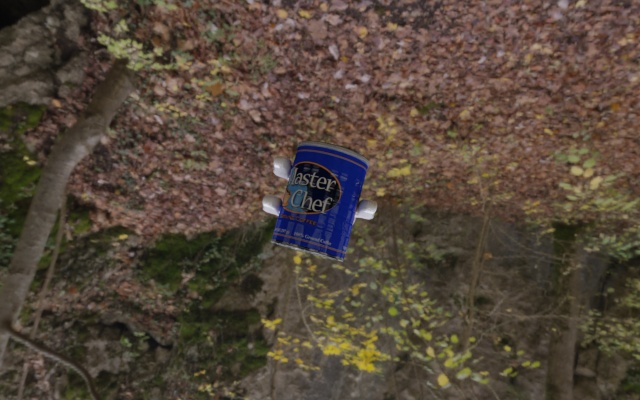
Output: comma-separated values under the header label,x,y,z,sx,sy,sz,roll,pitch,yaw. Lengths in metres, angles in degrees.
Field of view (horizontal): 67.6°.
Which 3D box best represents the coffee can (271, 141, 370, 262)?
label,x,y,z,sx,sy,sz,roll,pitch,yaw
coffee can,0.000,0.002,0.649,0.103,0.140,0.103,15,-7,2
